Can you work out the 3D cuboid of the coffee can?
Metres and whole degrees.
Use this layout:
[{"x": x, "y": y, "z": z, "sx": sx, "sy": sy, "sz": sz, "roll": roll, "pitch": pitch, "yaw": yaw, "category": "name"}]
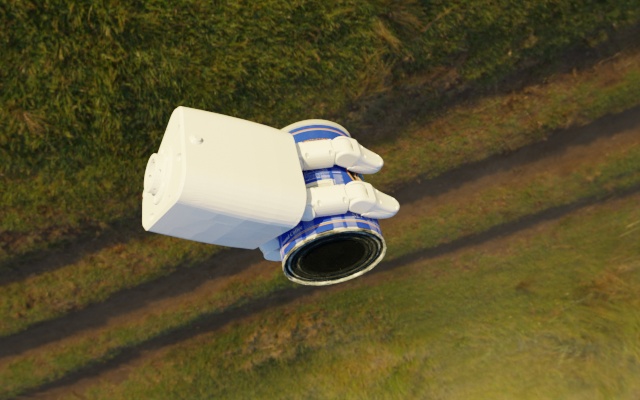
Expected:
[{"x": 0.000, "y": 0.002, "z": 0.496, "sx": 0.103, "sy": 0.140, "sz": 0.103, "roll": -10, "pitch": -35, "yaw": -7, "category": "coffee can"}]
